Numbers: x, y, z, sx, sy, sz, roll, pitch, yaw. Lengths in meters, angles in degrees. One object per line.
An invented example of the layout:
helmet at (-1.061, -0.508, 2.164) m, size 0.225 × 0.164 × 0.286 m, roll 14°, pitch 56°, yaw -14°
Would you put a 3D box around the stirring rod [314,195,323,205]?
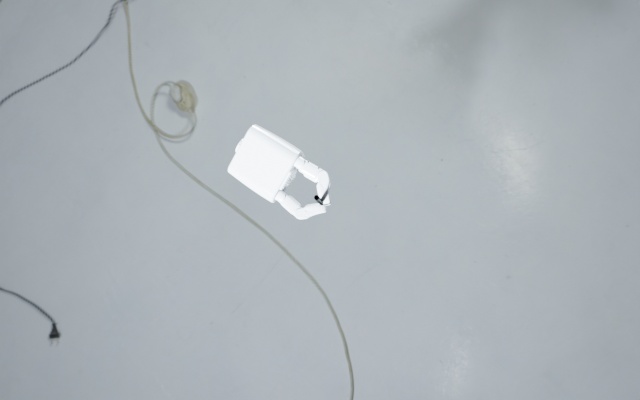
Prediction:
stirring rod at (0.000, 0.003, 0.853) m, size 0.011 × 0.011 × 0.239 m, roll 0°, pitch -3°, yaw 3°
